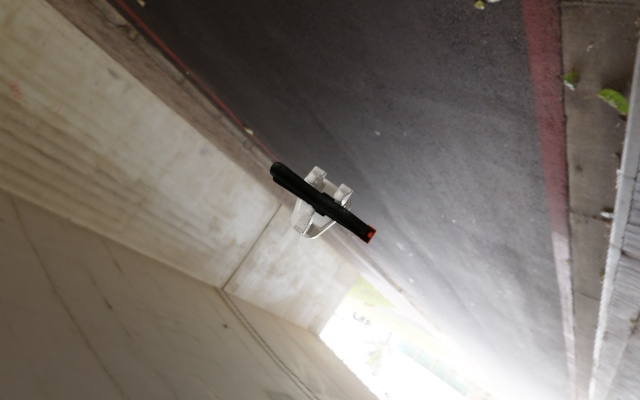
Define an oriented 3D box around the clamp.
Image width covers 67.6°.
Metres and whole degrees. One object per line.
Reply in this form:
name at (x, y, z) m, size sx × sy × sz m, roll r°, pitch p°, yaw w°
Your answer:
clamp at (0.000, 0.004, 0.793) m, size 0.210 × 0.036 × 0.164 m, roll 34°, pitch -2°, yaw 4°
